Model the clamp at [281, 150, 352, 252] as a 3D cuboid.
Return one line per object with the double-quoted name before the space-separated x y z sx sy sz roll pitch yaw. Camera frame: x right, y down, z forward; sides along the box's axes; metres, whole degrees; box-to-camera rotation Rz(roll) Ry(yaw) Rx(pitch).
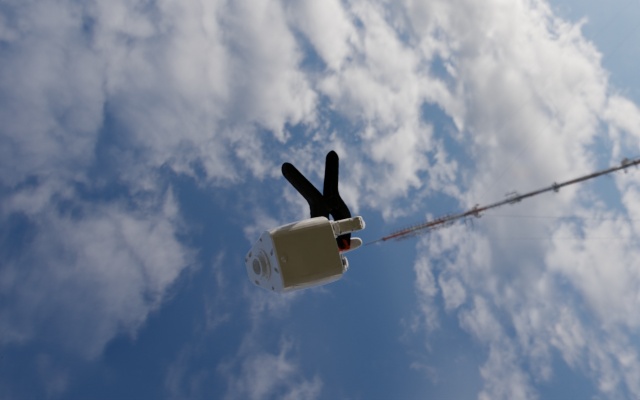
"clamp" 0.000 0.003 0.777 0.120 0.171 0.039 -9 -10 -35
